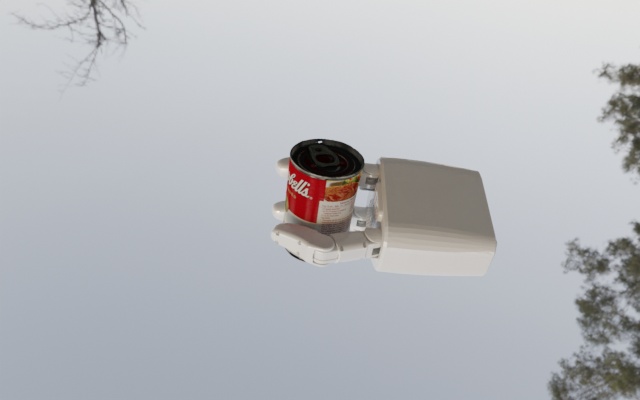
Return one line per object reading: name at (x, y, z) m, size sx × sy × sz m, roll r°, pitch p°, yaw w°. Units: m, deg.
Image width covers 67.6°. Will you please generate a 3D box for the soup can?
soup can at (0.000, 0.002, 0.456) m, size 0.068 × 0.102 × 0.068 m, roll 6°, pitch 36°, yaw -4°
